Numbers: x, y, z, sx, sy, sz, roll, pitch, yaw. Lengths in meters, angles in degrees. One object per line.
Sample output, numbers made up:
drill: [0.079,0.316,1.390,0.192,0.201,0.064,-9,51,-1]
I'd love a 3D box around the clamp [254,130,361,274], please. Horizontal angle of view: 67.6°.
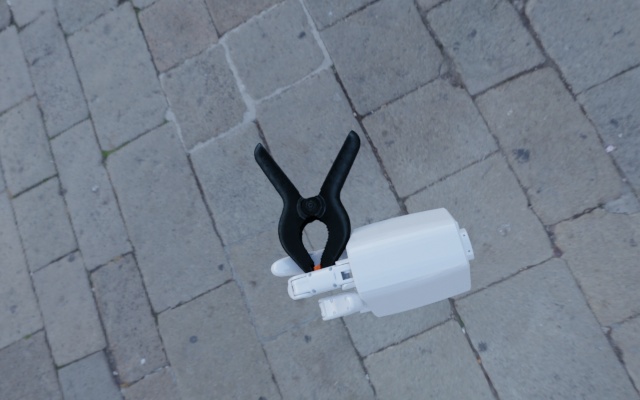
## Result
clamp: [0.000,0.002,0.522,0.120,0.171,0.039,-17,-12,10]
